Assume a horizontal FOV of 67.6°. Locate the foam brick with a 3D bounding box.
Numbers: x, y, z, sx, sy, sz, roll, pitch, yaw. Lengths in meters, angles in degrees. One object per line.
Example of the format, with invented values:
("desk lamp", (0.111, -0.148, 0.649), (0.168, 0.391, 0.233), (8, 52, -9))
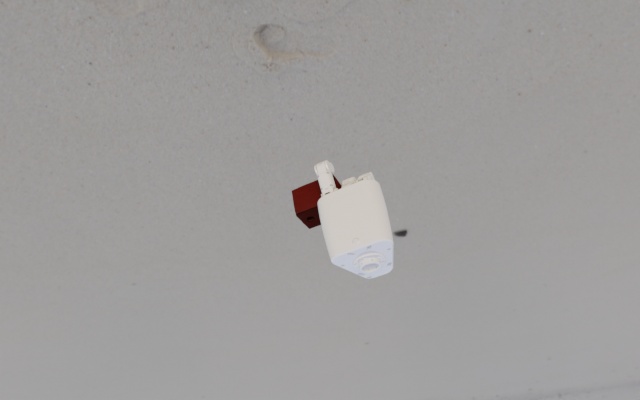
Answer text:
("foam brick", (0.000, 0.003, 0.776), (0.078, 0.051, 0.053), (-22, -35, 15))
